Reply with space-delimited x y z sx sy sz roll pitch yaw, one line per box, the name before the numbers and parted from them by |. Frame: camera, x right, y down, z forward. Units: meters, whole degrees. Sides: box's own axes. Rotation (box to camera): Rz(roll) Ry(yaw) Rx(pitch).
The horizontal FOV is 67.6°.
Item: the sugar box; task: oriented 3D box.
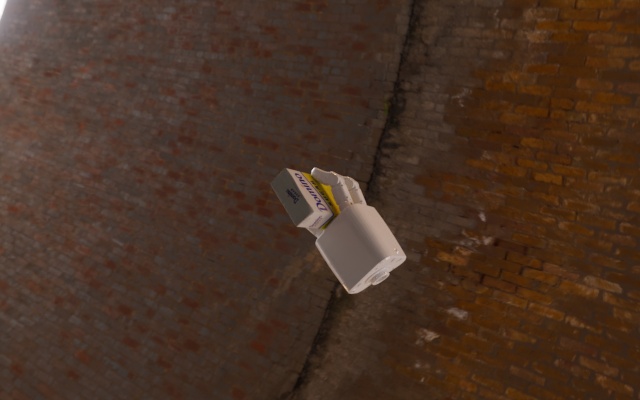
sugar box | 0.001 0.002 0.813 0.048 0.093 0.176 -42 -25 19
